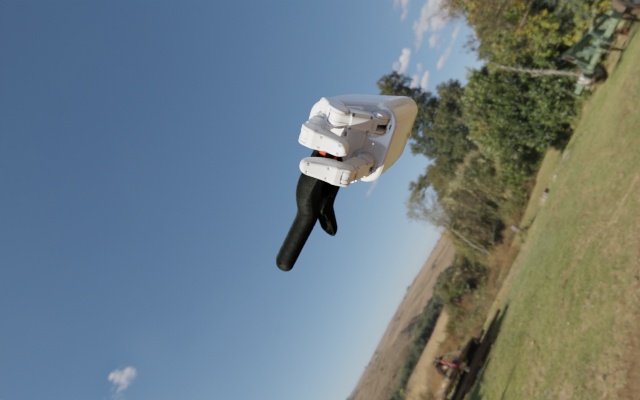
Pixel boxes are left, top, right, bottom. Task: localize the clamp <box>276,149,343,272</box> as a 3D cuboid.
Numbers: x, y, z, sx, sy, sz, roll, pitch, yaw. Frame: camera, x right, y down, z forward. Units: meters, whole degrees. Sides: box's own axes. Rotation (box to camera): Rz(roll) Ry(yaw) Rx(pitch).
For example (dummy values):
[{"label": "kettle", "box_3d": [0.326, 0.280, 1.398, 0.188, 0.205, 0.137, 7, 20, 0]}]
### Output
[{"label": "clamp", "box_3d": [0.000, 0.002, 0.610, 0.039, 0.171, 0.120, 28, 28, 17]}]
